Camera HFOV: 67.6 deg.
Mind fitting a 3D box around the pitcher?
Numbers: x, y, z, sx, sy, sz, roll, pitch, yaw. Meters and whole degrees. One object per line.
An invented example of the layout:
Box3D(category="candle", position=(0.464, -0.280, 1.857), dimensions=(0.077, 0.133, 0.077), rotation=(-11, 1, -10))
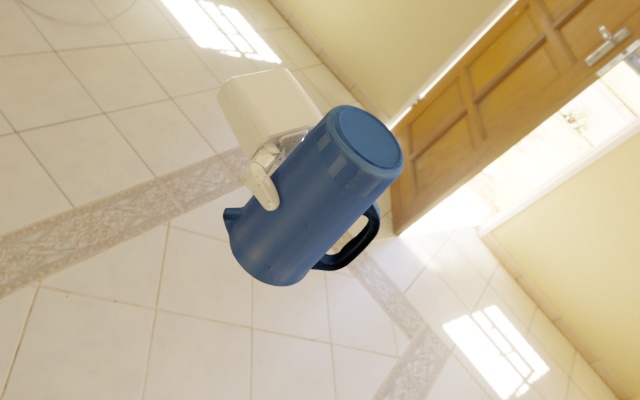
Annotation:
Box3D(category="pitcher", position=(0.000, 0.002, 0.610), dimensions=(0.149, 0.145, 0.243), rotation=(-13, -25, -46))
